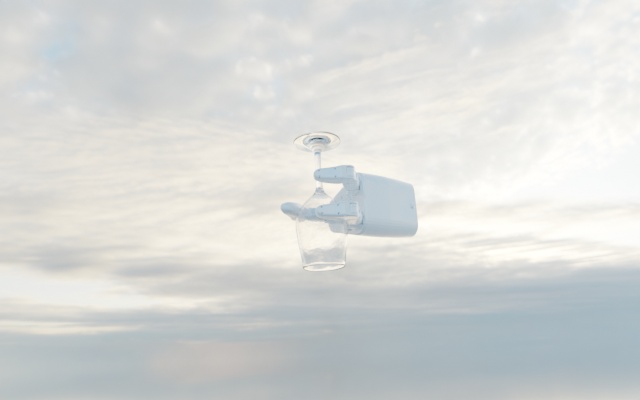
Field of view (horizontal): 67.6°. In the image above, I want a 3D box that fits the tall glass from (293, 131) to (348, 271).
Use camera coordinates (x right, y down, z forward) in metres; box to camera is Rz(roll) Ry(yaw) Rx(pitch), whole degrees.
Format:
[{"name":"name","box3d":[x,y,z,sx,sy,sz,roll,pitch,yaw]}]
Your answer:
[{"name":"tall glass","box3d":[0.000,0.002,0.719,0.079,0.201,0.079,-3,-18,-1]}]
